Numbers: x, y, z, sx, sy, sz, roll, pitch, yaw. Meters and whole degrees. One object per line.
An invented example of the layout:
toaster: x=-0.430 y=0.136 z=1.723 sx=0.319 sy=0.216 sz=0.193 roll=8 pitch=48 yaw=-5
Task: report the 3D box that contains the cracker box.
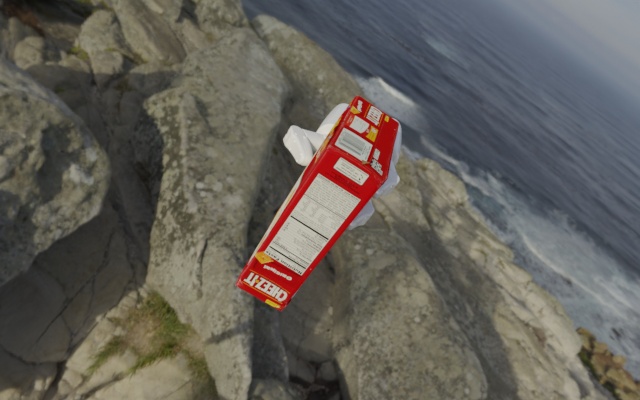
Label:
cracker box: x=0.000 y=0.002 z=0.556 sx=0.072 sy=0.214 sz=0.164 roll=32 pitch=31 yaw=-5
